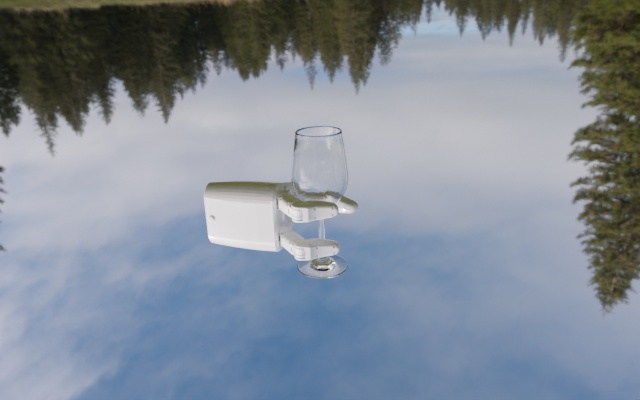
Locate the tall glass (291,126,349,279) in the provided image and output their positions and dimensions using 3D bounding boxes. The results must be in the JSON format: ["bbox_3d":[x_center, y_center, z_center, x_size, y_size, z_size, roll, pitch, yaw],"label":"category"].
[{"bbox_3d":[0.000,0.003,0.660,0.079,0.201,0.079,-1,21,0],"label":"tall glass"}]
